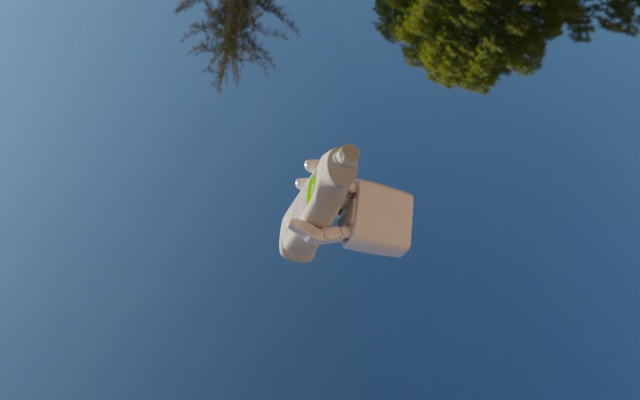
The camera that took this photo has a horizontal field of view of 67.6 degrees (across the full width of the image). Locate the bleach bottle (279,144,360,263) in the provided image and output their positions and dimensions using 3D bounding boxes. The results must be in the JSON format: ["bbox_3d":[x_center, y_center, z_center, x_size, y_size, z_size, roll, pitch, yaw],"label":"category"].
[{"bbox_3d":[0.000,0.002,0.772,0.068,0.102,0.251,12,-35,-16],"label":"bleach bottle"}]
